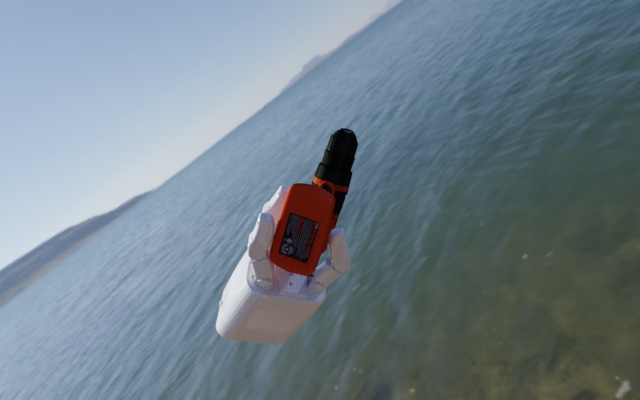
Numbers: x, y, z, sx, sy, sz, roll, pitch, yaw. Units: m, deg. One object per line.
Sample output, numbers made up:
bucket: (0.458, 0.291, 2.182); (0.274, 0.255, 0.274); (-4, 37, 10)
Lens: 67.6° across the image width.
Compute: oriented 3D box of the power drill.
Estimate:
power drill: (0.000, 0.002, 0.603); (0.057, 0.184, 0.187); (17, 14, 8)
